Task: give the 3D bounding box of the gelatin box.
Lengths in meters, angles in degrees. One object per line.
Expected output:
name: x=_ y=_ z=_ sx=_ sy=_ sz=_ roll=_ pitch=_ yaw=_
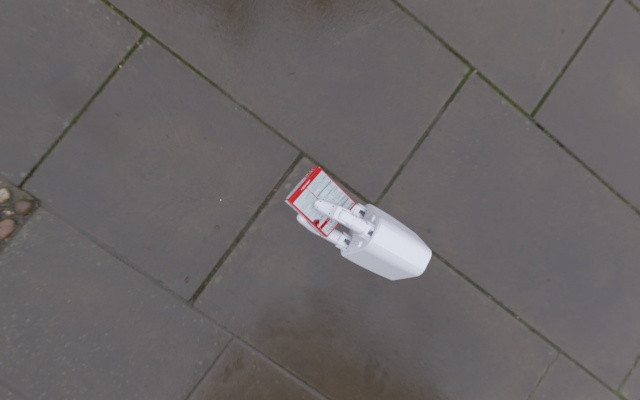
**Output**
gelatin box: x=0.000 y=0.002 z=0.747 sx=0.089 sy=0.073 sz=0.030 roll=44 pitch=-10 yaw=-17
